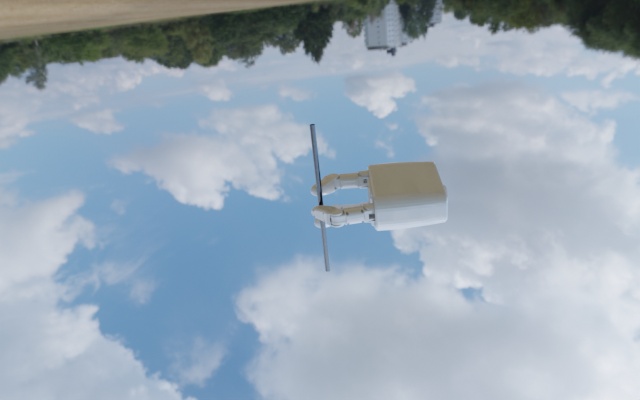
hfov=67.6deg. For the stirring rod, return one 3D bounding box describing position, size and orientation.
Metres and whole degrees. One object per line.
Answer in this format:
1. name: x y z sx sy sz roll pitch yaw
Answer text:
1. stirring rod: 0.000 0.002 0.727 0.011 0.240 0.011 -5 22 2
